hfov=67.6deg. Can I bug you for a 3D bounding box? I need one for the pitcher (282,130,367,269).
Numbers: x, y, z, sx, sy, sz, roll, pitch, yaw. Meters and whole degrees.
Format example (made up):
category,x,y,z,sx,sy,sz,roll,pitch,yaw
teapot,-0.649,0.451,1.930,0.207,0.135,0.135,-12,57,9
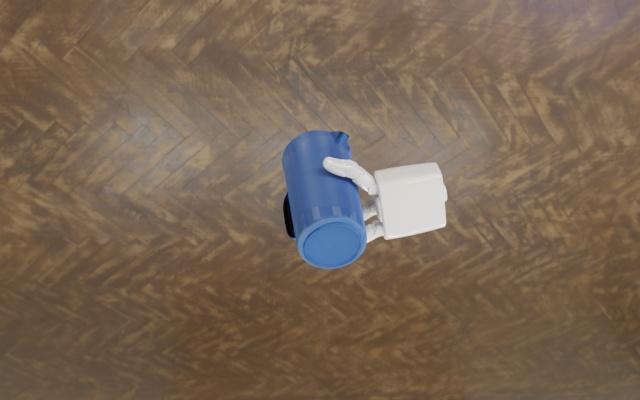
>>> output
category,x,y,z,sx,sy,sz,roll,pitch,yaw
pitcher,0.000,0.003,0.815,0.145,0.149,0.242,-9,39,0
